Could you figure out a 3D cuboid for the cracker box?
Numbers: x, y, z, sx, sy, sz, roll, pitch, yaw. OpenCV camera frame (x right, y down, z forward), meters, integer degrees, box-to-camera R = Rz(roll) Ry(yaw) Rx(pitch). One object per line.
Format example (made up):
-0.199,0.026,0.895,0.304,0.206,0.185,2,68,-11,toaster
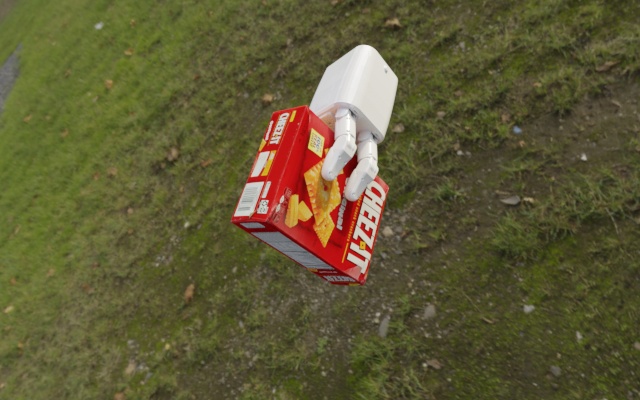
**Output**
0.000,0.002,0.649,0.072,0.164,0.214,-3,-30,41,cracker box
